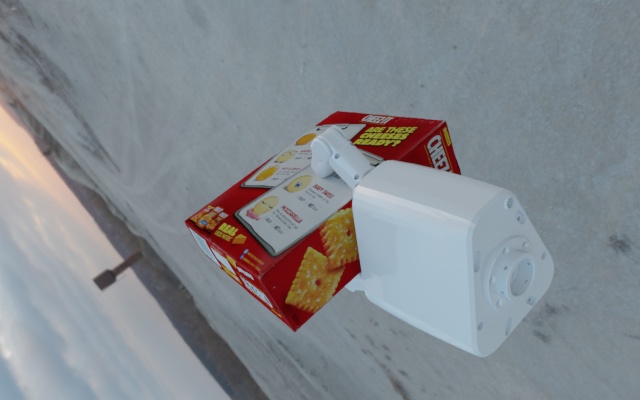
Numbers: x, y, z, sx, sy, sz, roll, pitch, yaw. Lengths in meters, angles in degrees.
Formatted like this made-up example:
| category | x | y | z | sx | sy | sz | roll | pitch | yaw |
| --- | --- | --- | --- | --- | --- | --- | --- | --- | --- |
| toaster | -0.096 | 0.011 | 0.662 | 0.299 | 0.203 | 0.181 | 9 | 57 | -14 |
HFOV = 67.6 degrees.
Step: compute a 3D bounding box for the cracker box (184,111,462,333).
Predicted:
| category | x | y | z | sx | sy | sz | roll | pitch | yaw |
| --- | --- | --- | --- | --- | --- | --- | --- | --- | --- |
| cracker box | 0.000 | 0.001 | 0.455 | 0.213 | 0.072 | 0.164 | -39 | 31 | -21 |
